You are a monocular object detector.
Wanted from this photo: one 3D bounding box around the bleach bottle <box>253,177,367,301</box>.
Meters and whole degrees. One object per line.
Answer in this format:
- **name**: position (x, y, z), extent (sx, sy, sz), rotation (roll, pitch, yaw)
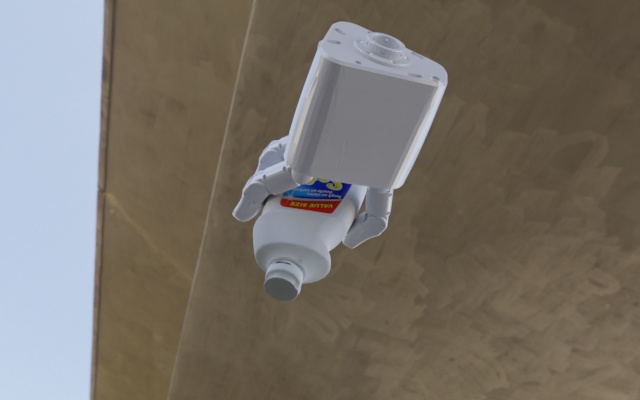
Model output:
- **bleach bottle**: position (0.000, 0.002, 0.485), extent (0.102, 0.068, 0.250), rotation (20, 38, -1)
